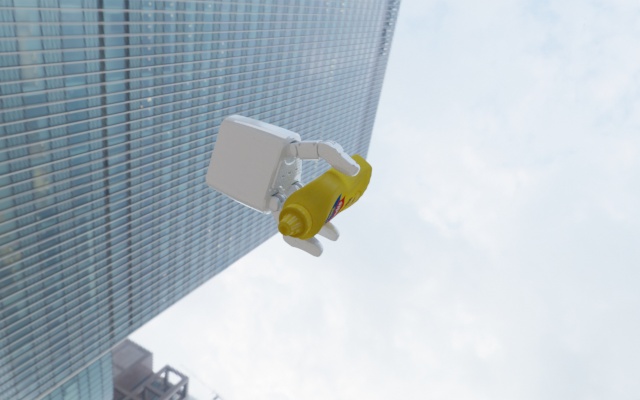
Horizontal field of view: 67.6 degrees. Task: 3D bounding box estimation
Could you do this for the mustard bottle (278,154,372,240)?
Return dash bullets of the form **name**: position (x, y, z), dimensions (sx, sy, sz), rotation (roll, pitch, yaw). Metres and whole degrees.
- **mustard bottle**: position (0.000, 0.002, 0.634), dimensions (0.096, 0.058, 0.191), rotation (-52, -9, 33)
